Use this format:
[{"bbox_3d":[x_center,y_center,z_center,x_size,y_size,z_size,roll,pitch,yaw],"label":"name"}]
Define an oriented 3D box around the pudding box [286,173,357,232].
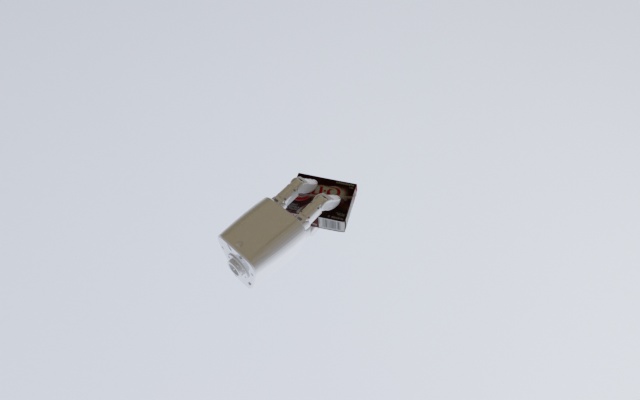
[{"bbox_3d":[0.000,0.003,0.841,0.113,0.090,0.039,13,-37,9],"label":"pudding box"}]
